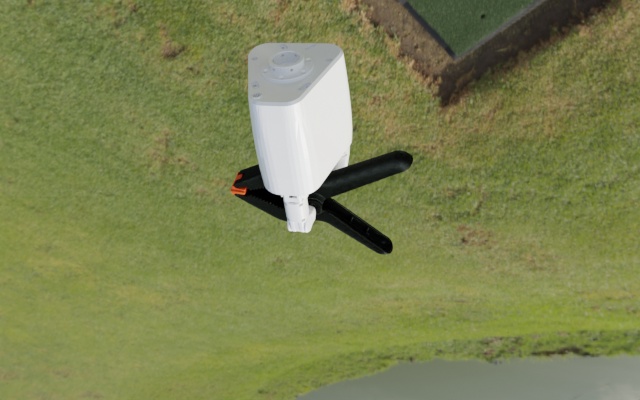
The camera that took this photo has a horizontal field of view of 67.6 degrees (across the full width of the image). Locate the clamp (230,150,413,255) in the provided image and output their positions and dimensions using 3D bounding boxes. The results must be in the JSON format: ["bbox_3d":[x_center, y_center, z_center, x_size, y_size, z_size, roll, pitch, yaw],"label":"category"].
[{"bbox_3d":[-0.001,0.002,0.568,0.210,0.036,0.165,4,-44,11],"label":"clamp"}]
